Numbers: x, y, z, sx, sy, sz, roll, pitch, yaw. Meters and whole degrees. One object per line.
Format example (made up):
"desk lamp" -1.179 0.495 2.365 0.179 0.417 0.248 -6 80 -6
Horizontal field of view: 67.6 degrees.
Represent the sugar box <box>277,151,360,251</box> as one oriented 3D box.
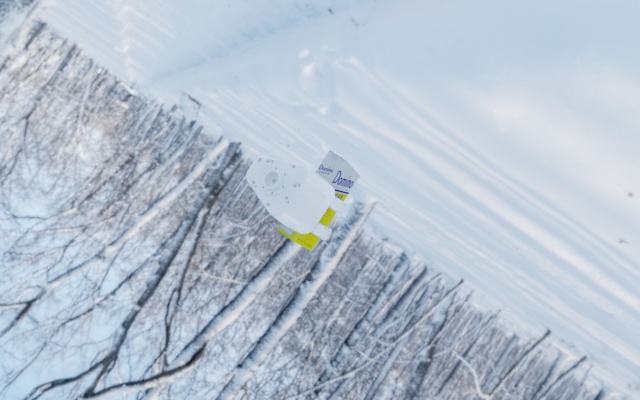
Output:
"sugar box" 0.000 0.003 0.898 0.048 0.176 0.093 34 -1 29
